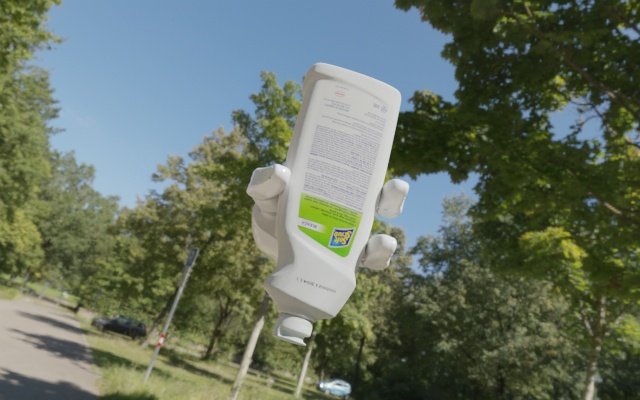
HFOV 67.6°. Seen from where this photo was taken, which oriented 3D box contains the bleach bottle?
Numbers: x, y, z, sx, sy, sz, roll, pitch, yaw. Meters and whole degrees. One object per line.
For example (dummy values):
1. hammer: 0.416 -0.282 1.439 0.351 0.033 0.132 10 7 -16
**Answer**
1. bleach bottle: 0.000 0.001 0.438 0.102 0.250 0.068 18 -20 -2
